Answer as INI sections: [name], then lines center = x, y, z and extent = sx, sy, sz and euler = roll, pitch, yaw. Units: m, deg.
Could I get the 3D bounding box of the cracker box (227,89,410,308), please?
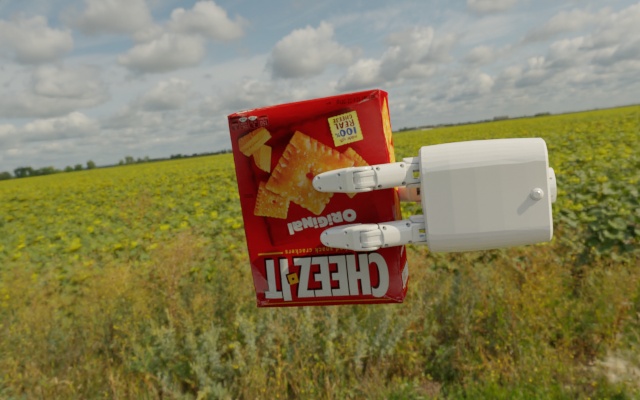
[cracker box]
center = 0.000, 0.001, 0.508
extent = 0.164, 0.214, 0.072
euler = -5, 7, 17
